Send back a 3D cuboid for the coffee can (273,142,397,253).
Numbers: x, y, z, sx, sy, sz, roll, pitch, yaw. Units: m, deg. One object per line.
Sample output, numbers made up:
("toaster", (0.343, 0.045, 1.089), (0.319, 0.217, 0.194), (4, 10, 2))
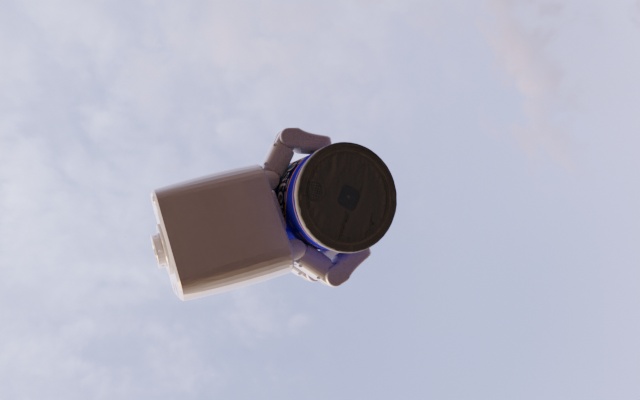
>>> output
("coffee can", (0.000, 0.002, 0.501), (0.103, 0.103, 0.140), (0, -4, -22))
